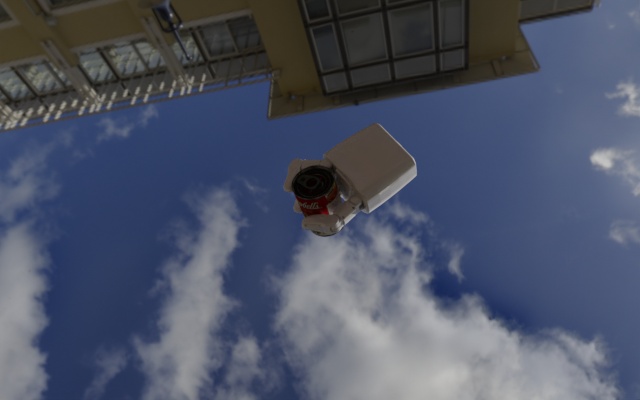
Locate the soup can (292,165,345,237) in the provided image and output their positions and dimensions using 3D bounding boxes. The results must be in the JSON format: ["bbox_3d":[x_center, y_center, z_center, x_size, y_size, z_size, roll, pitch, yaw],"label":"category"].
[{"bbox_3d":[0.000,0.003,0.759,0.068,0.068,0.102,0,-38,17],"label":"soup can"}]
